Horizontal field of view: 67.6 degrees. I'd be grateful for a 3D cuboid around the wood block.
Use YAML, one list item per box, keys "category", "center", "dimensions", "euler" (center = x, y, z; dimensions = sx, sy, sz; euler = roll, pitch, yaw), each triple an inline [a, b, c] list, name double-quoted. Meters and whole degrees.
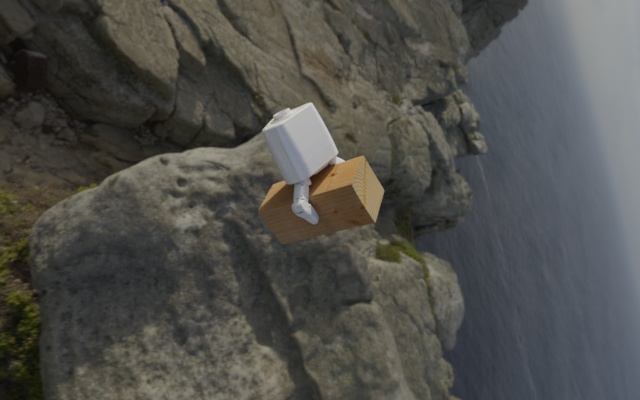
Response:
- category: "wood block"
  center: [0.000, 0.003, 0.884]
  dimensions: [0.206, 0.090, 0.090]
  euler: [-16, 33, 32]
